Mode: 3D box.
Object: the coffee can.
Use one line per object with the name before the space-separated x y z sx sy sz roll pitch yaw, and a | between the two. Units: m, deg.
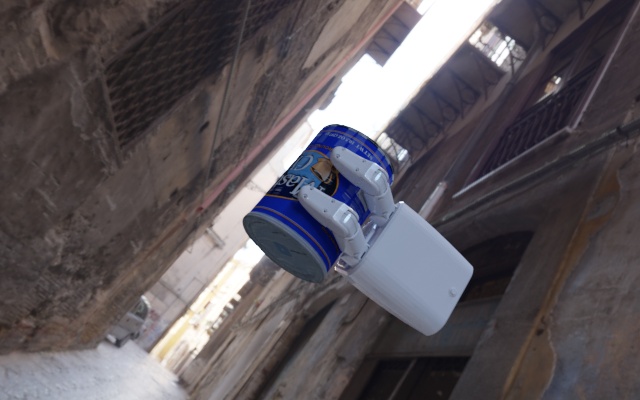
coffee can | 0.000 0.002 0.511 0.103 0.140 0.103 30 -26 17
